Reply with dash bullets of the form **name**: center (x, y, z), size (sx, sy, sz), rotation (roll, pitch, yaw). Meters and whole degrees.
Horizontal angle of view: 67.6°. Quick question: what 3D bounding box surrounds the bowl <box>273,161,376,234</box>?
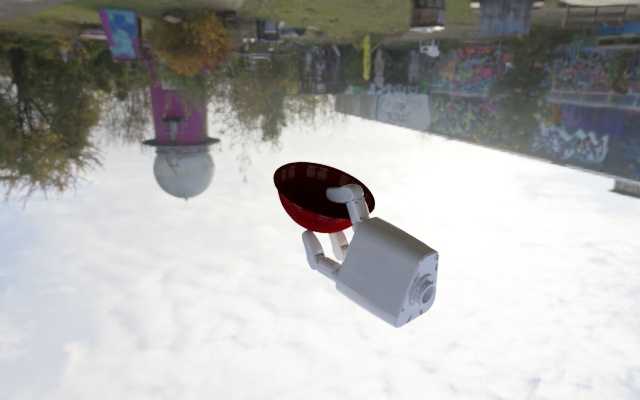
- **bowl**: center (-0.001, 0.002, 0.735), size (0.162, 0.055, 0.162), rotation (14, 30, -8)
